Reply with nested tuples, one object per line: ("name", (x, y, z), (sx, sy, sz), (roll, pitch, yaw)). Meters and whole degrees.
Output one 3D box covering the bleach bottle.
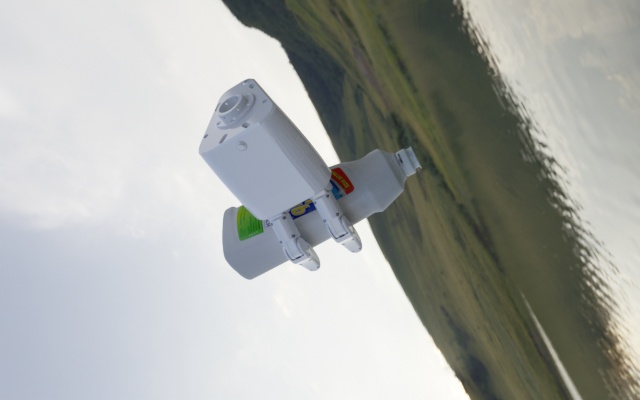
("bleach bottle", (0.000, 0.002, 0.578), (0.251, 0.102, 0.068), (-28, -51, 14))
